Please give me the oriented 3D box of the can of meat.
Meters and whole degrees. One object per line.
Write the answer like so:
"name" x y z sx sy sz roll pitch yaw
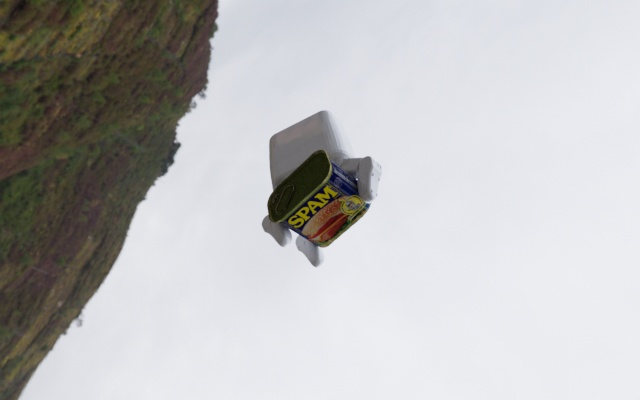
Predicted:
"can of meat" 0.000 0.002 0.584 0.102 0.057 0.084 -41 -52 19
